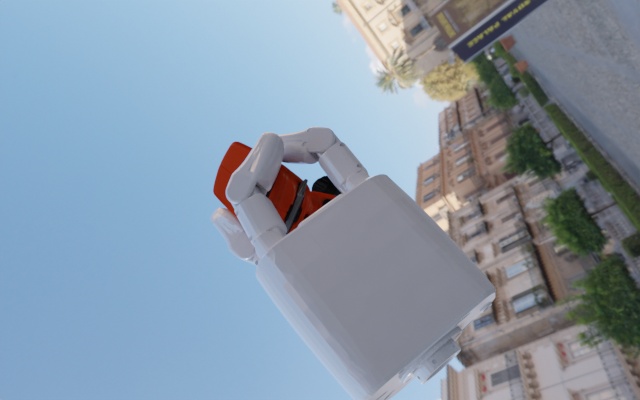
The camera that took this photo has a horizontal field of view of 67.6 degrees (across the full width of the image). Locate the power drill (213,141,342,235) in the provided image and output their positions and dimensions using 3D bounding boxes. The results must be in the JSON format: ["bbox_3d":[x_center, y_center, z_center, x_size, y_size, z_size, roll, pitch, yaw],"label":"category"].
[{"bbox_3d":[0.000,0.002,0.446,0.188,0.057,0.184,15,11,-40],"label":"power drill"}]
